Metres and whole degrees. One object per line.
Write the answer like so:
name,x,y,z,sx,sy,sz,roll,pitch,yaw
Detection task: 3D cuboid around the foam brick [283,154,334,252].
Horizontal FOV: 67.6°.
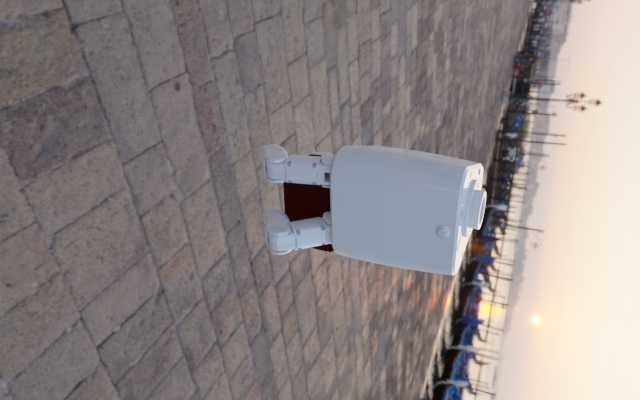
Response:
foam brick,0.000,0.002,0.461,0.051,0.078,0.053,12,28,27
